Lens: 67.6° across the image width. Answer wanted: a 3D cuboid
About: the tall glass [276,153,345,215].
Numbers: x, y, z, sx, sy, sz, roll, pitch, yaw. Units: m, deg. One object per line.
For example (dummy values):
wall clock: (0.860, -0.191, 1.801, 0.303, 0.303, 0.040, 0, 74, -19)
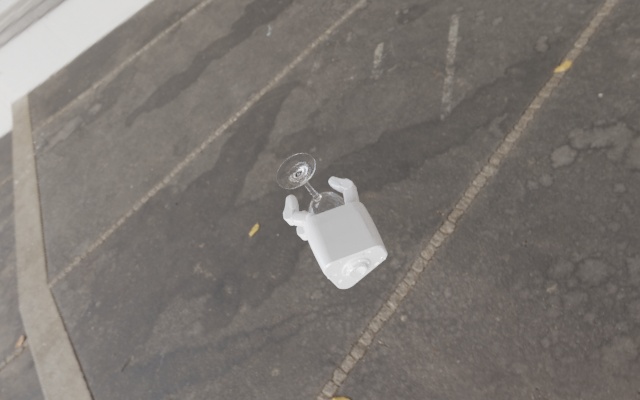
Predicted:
tall glass: (0.000, 0.002, 0.879, 0.079, 0.079, 0.201, 0, -32, 30)
